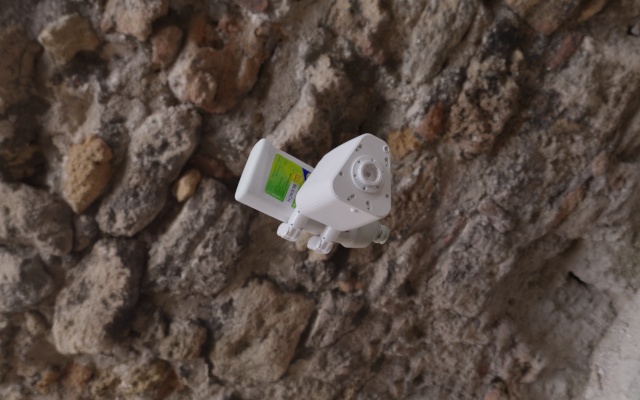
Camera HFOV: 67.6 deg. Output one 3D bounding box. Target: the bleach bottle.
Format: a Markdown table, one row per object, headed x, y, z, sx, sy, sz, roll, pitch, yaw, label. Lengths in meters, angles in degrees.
| x | y | z | sx | sy | sz | roll | pitch | yaw | label |
| --- | --- | --- | --- | --- | --- | --- | --- | --- | --- |
| 0.000 | 0.003 | 0.749 | 0.251 | 0.102 | 0.068 | 24 | -20 | -20 | bleach bottle |
